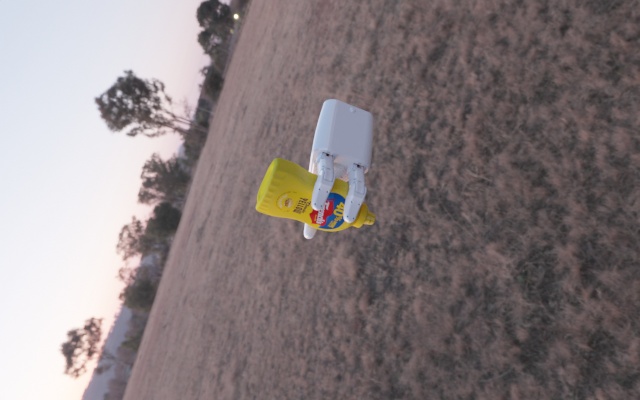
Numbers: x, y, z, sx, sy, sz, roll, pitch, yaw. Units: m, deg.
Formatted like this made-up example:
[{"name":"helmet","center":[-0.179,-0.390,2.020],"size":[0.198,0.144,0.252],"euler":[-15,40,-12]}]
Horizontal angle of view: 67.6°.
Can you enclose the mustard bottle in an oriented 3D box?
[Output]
[{"name":"mustard bottle","center":[0.000,0.003,0.766],"size":[0.191,0.096,0.058],"euler":[18,37,-16]}]
